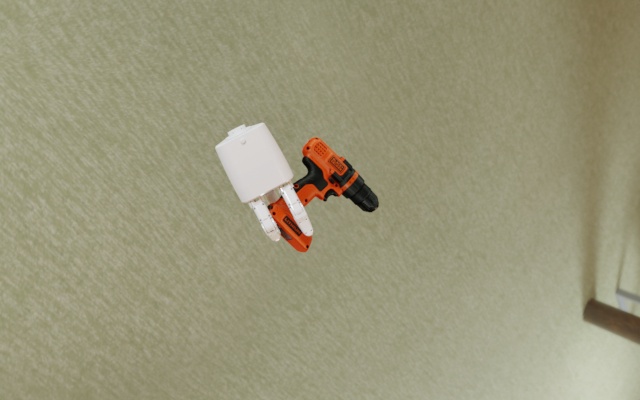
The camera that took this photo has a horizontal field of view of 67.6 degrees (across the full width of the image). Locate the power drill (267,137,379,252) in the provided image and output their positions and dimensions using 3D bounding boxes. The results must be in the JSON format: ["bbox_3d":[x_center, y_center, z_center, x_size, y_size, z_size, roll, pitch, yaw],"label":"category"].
[{"bbox_3d":[0.000,0.003,0.882,0.184,0.187,0.057,43,-22,-8],"label":"power drill"}]
